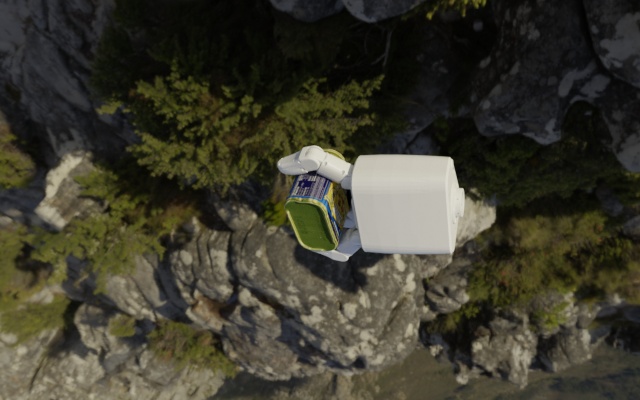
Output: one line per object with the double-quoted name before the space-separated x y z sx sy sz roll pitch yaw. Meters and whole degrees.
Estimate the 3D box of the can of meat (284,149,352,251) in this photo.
"can of meat" 0.000 0.002 0.589 0.057 0.084 0.102 3 -41 21
